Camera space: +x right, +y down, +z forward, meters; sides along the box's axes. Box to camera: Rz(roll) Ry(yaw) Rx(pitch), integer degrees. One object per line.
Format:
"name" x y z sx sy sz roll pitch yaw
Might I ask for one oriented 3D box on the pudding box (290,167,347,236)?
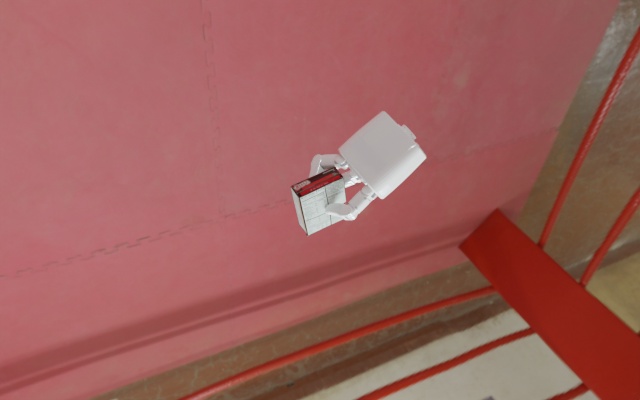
"pudding box" 0.000 0.003 0.861 0.090 0.114 0.039 -24 48 -13
